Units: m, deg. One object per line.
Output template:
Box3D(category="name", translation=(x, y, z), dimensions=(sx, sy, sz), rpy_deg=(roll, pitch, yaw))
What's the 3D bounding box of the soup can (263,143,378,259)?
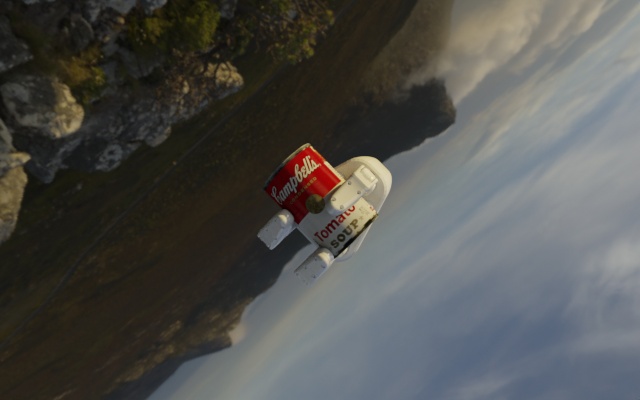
Box3D(category="soup can", translation=(0.000, 0.002, 0.486), dimensions=(0.068, 0.102, 0.068), rpy_deg=(-44, -4, -4))
